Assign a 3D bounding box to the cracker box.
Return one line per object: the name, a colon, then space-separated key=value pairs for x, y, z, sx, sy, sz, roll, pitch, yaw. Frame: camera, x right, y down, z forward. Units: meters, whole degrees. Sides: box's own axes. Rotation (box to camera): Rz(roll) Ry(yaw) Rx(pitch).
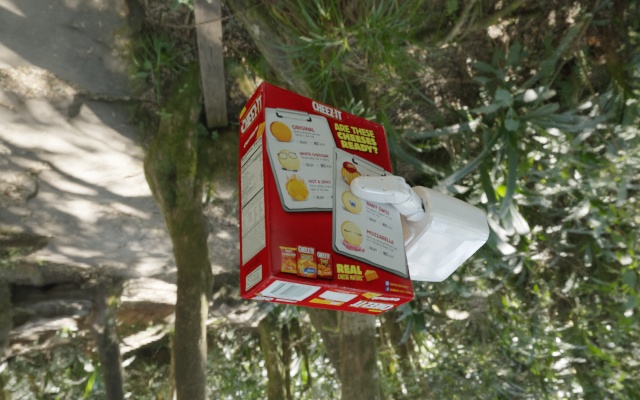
cracker box: x=0.000 y=0.002 z=0.496 sx=0.164 sy=0.213 sz=0.072 roll=14 pitch=-35 yaw=-32
